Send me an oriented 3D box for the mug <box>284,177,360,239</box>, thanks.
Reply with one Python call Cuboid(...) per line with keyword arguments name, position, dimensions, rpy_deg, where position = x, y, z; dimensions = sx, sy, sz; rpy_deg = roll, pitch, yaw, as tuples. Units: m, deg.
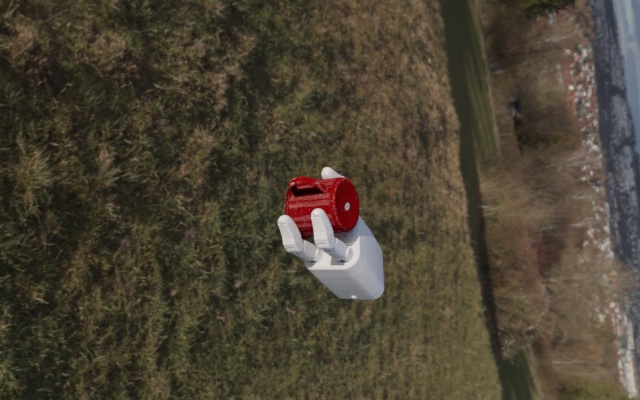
Cuboid(name="mug", position=(0.000, 0.001, 0.706), dimensions=(0.081, 0.093, 0.117), rpy_deg=(-6, -40, 32))
